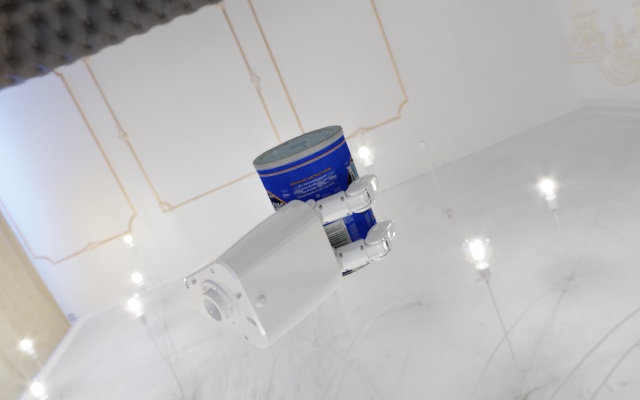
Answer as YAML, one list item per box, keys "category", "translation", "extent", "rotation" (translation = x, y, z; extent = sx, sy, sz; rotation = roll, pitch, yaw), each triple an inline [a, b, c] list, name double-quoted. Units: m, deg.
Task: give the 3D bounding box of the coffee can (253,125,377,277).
- category: "coffee can"
  translation: [0.000, 0.002, 0.526]
  extent: [0.103, 0.140, 0.102]
  rotation: [-21, 16, 6]
